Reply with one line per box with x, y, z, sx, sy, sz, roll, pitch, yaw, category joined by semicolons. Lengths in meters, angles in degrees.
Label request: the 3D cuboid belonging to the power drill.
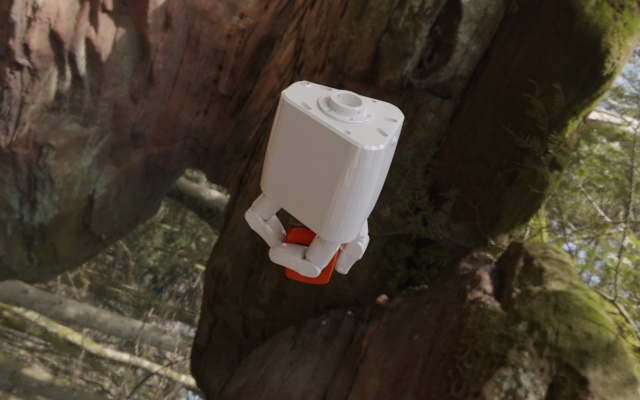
0.000;0.002;0.583;0.057;0.187;0.185;8;-35;2;power drill
